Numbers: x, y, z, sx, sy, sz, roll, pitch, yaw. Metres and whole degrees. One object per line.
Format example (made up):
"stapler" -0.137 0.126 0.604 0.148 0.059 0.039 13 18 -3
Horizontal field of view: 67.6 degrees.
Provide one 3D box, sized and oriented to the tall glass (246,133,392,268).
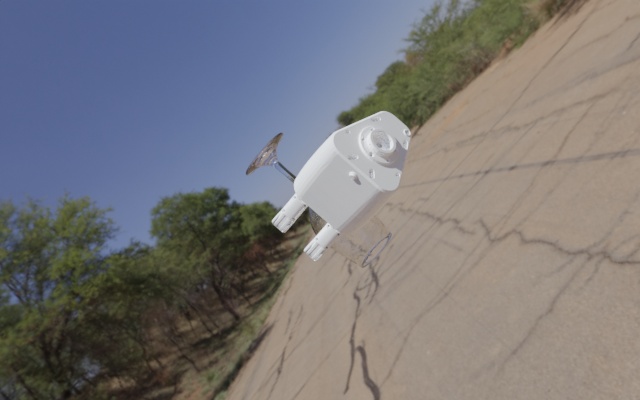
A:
"tall glass" 0.000 0.002 0.639 0.201 0.079 0.079 41 0 0
